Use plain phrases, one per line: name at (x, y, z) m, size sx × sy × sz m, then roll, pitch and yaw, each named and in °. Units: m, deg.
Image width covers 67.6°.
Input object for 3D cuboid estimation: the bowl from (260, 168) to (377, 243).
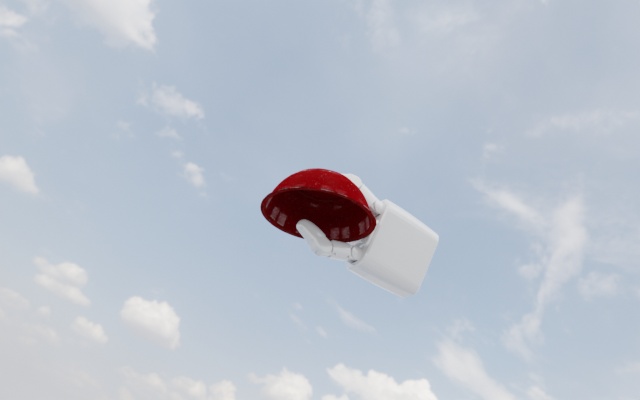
bowl at (-0.001, 0.001, 0.669) m, size 0.162 × 0.055 × 0.162 m, roll 8°, pitch -28°, yaw 4°
